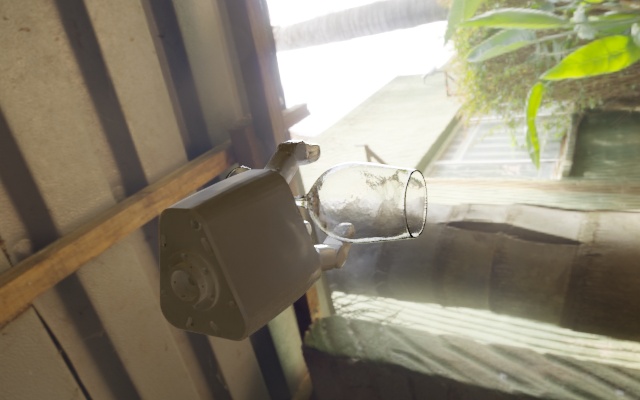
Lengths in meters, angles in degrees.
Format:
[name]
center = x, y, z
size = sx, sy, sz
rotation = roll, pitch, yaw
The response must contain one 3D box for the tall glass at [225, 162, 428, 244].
[tall glass]
center = 0.000, 0.001, 0.475
size = 0.201, 0.079, 0.079
rotation = 1, 0, 30
